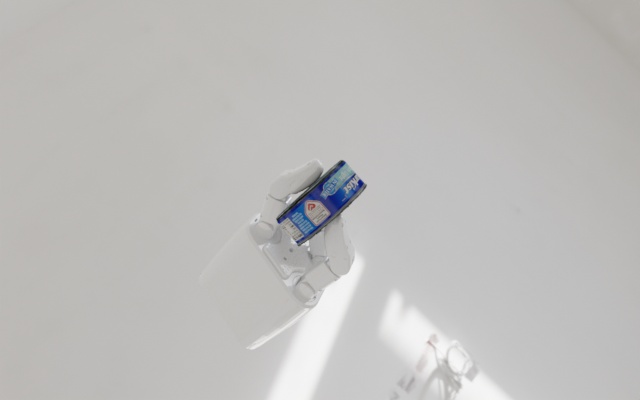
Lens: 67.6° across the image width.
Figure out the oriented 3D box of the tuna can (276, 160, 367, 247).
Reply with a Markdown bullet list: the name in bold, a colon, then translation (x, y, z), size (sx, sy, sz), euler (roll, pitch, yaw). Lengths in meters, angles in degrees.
- **tuna can**: translation (0.000, 0.001, 0.441), size (0.086, 0.034, 0.086), euler (-42, 3, 3)
